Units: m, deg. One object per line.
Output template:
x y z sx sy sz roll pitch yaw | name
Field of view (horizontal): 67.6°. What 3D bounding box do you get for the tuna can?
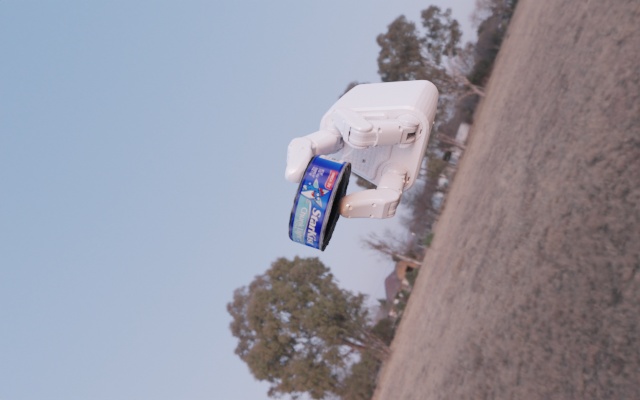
0.000 0.001 0.440 0.034 0.086 0.086 17 3 9 | tuna can
